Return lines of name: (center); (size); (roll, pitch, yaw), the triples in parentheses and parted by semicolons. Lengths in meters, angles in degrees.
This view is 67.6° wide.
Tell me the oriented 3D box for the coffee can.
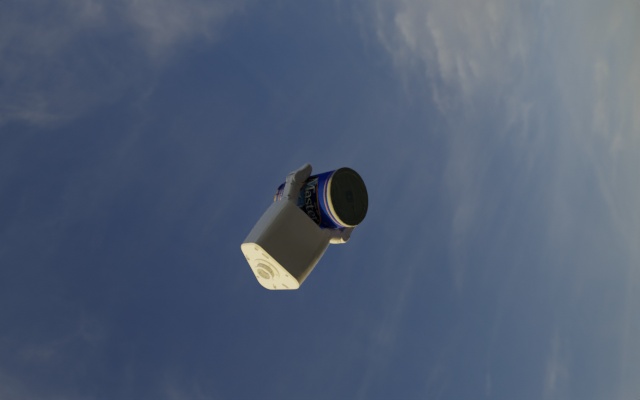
coffee can: (0.000, 0.003, 0.861); (0.140, 0.103, 0.103); (-11, -7, 43)
